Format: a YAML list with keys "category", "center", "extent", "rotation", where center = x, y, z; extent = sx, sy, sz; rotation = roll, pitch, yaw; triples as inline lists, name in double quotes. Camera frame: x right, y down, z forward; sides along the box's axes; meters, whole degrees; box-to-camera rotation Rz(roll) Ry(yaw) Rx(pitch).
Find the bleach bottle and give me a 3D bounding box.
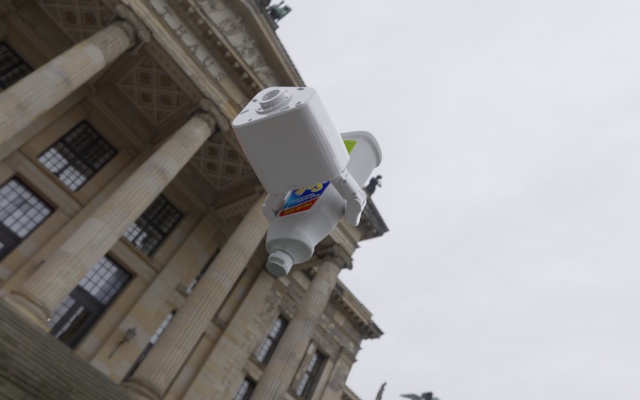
- category: "bleach bottle"
  center: [0.000, 0.002, 0.670]
  extent: [0.102, 0.068, 0.250]
  rotation: [-2, 41, 33]
